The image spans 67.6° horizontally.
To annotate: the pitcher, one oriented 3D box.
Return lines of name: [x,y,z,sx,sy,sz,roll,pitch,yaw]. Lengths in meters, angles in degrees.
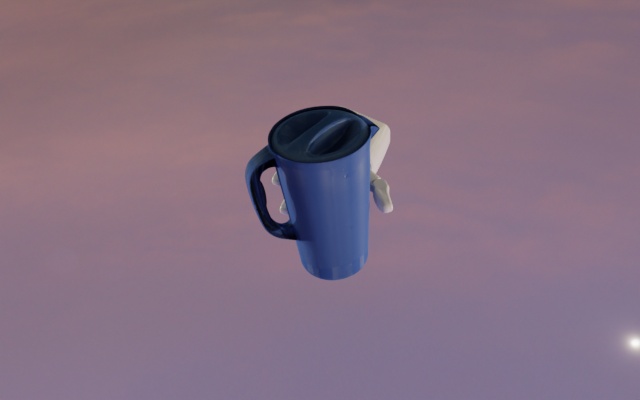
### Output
pitcher: [0.000,0.002,0.678,0.149,0.243,0.145,9,43,19]
